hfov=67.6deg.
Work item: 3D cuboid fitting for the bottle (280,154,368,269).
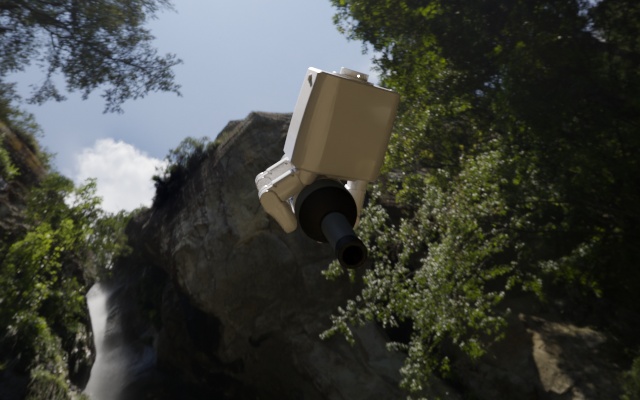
[{"bbox_3d":[0.000,0.002,0.555,0.069,0.069,0.295,0,18,-12],"label":"bottle"}]
